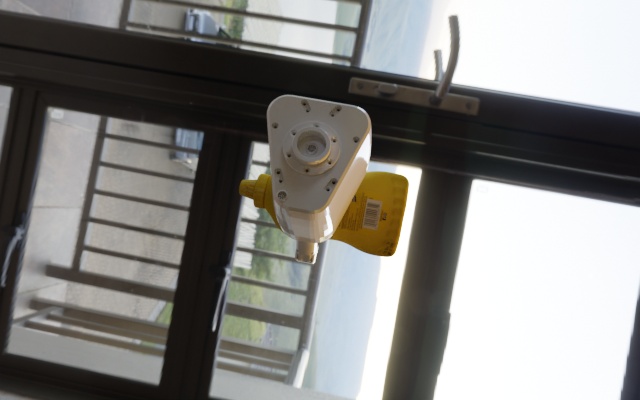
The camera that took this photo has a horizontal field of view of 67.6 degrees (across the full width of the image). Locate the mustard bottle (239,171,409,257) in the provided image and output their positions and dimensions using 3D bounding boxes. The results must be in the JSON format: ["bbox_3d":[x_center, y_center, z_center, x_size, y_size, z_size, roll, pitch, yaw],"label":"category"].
[{"bbox_3d":[0.000,0.002,0.554,0.191,0.096,0.058,10,8,4],"label":"mustard bottle"}]
